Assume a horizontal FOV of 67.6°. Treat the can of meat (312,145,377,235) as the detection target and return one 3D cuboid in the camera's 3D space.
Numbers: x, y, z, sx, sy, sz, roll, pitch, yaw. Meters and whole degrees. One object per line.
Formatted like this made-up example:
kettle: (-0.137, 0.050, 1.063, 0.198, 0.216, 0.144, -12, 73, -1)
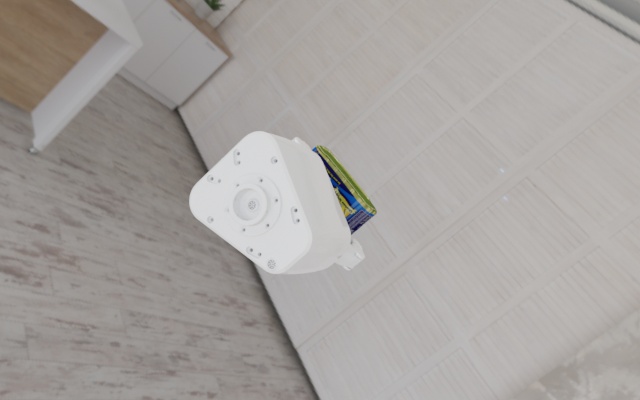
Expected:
can of meat: (0.000, 0.002, 0.522, 0.084, 0.102, 0.057, -41, -19, 11)
